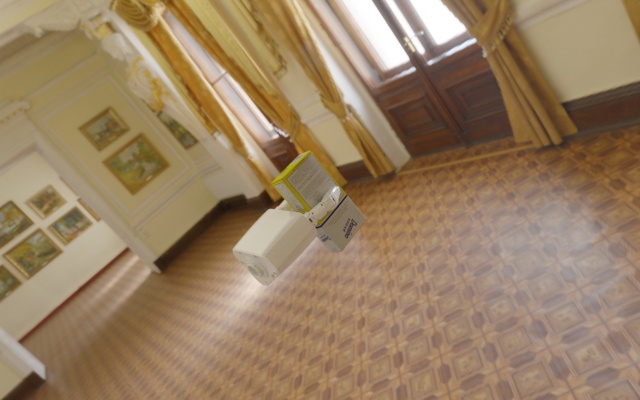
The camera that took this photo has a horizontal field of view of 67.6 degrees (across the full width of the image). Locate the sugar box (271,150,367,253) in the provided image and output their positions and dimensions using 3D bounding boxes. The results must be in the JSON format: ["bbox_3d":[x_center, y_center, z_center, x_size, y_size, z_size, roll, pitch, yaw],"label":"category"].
[{"bbox_3d":[0.000,0.003,0.887,0.048,0.176,0.093,-16,27,53],"label":"sugar box"}]
